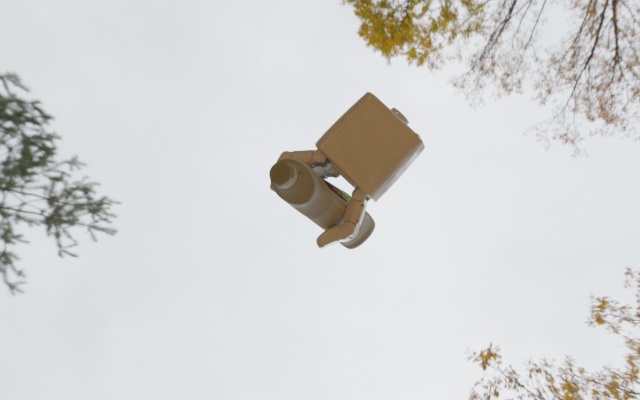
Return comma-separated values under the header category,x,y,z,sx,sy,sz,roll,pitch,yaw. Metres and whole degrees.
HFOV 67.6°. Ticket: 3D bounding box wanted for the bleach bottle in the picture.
category,x,y,z,sx,sy,sz,roll,pitch,yaw
bleach bottle,0.000,0.002,0.670,0.102,0.068,0.251,46,5,23
